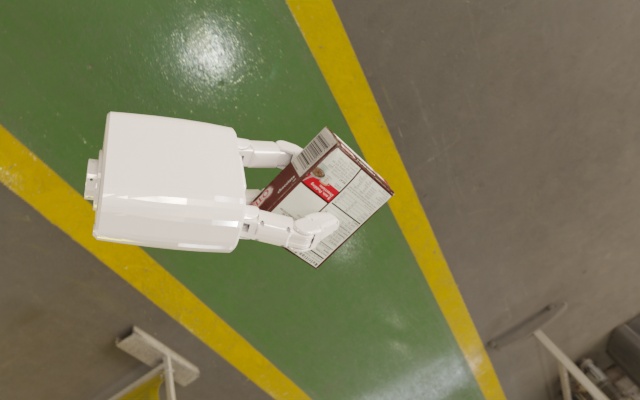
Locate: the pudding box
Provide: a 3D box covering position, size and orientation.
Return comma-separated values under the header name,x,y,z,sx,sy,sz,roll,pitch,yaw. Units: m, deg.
name,x,y,z,sx,sy,sz,roll,pitch,yaw
pudding box,0.000,0.002,0.454,0.090,0.113,0.039,38,15,-35
